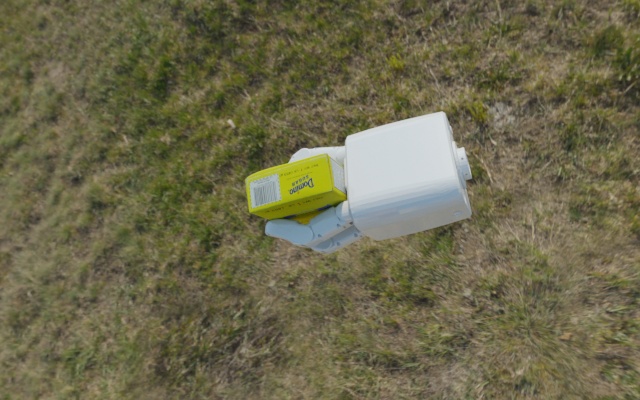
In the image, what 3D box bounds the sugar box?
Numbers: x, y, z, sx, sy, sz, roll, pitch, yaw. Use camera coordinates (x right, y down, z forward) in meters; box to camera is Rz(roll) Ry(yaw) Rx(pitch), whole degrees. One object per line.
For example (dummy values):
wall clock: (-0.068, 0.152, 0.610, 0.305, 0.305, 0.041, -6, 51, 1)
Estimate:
sugar box: (0.000, 0.002, 0.538, 0.093, 0.048, 0.176, -14, -19, 20)
